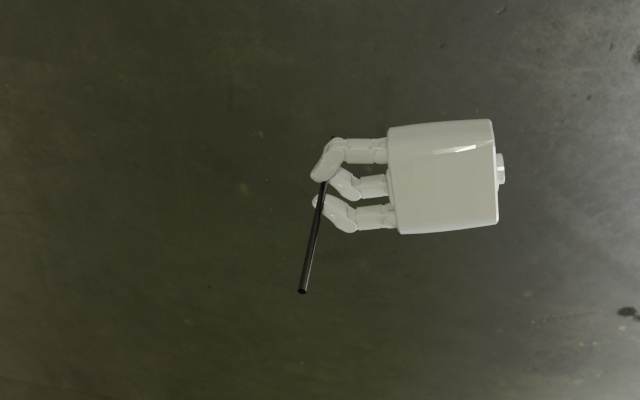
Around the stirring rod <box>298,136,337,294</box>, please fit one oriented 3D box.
[{"bbox_3d":[0.000,0.002,0.520,0.011,0.011,0.239,0,42,11],"label":"stirring rod"}]
